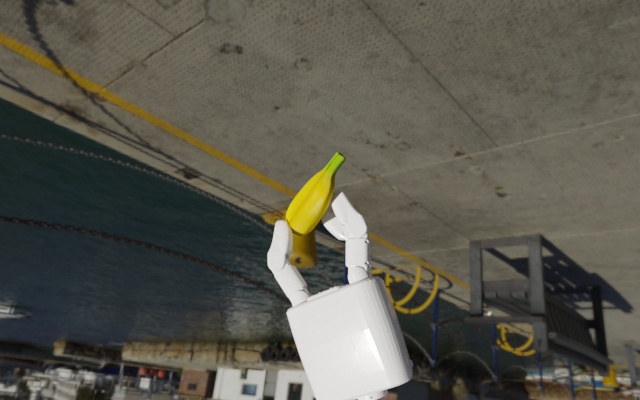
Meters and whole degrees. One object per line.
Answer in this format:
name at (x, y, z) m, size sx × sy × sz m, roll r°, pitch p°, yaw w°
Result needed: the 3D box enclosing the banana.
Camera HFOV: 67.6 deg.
banana at (-0.012, 0.012, 0.570) m, size 0.069 × 0.037 × 0.198 m, roll -41°, pitch -6°, yaw -22°
